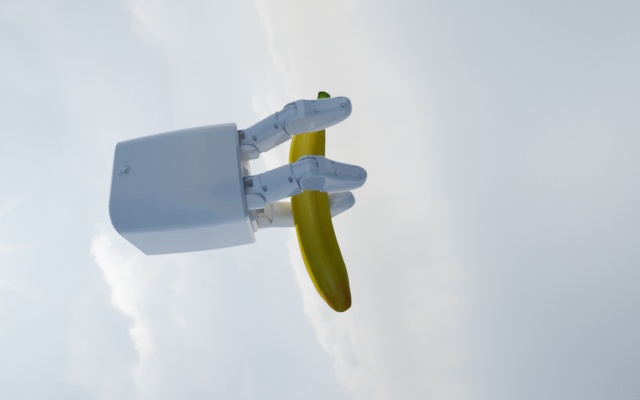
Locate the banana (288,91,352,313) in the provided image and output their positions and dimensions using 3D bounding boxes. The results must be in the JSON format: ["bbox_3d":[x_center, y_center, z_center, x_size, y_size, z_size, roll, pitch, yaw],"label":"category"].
[{"bbox_3d":[-0.005,0.004,0.431,0.037,0.197,0.070,-2,-17,-15],"label":"banana"}]
